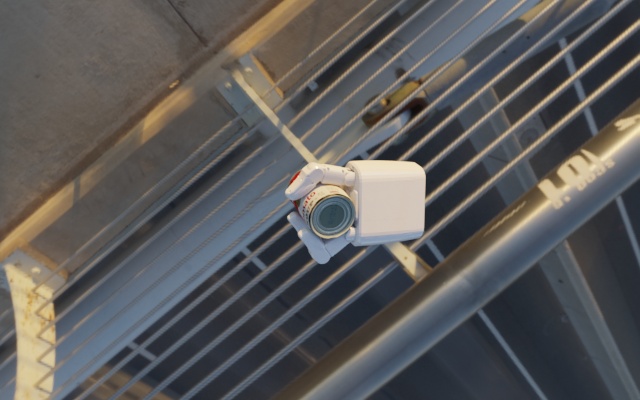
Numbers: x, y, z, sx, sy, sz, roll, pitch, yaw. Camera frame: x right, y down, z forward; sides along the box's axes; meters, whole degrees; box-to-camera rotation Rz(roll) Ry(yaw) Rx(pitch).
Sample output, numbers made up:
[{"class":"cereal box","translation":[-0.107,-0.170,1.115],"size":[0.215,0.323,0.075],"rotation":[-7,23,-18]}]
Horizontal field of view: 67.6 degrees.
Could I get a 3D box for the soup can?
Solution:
[{"class":"soup can","translation":[0.000,0.002,0.668],"size":[0.068,0.068,0.102],"rotation":[0,24,-21]}]
